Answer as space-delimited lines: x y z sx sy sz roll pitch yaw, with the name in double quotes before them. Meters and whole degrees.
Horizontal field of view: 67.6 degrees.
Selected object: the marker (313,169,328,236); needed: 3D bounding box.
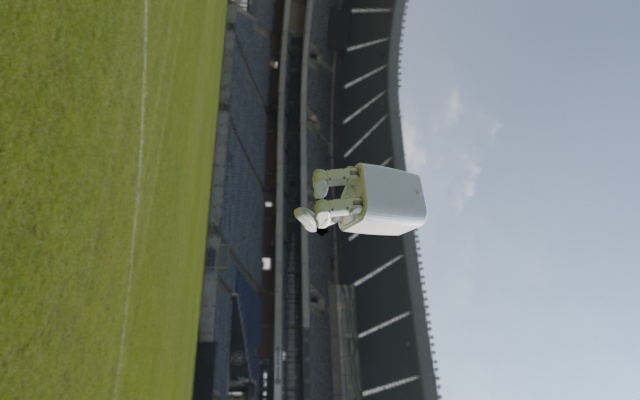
"marker" 0.000 0.003 0.779 0.020 0.121 0.020 -3 -32 -2
